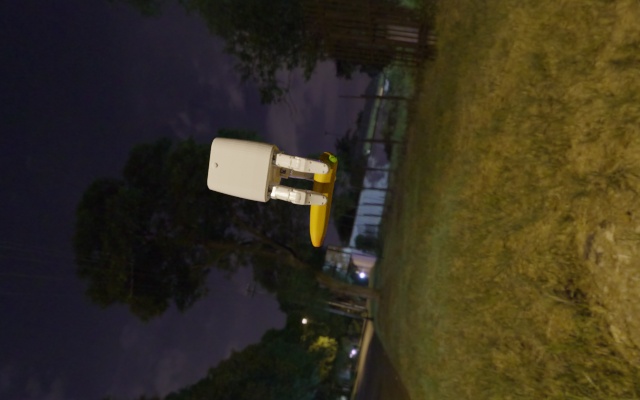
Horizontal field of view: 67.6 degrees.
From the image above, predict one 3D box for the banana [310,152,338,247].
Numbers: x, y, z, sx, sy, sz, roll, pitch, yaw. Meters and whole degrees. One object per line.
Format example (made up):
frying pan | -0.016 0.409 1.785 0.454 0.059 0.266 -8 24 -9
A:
banana | 0.003 -0.011 0.844 0.037 0.198 0.069 10 36 2
